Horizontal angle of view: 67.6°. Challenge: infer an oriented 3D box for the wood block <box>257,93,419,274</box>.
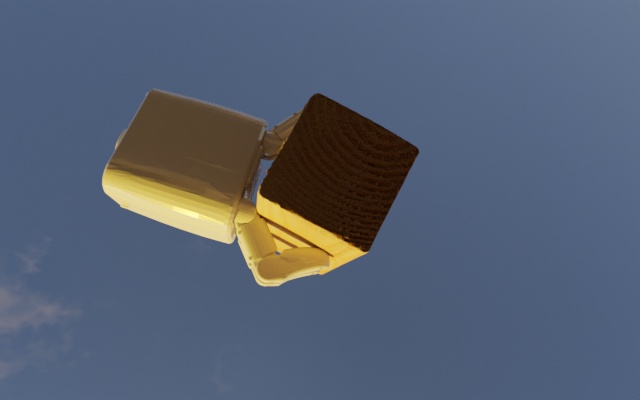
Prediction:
[{"bbox_3d":[0.000,0.001,0.433,0.090,0.090,0.206,29,-15,-1],"label":"wood block"}]
